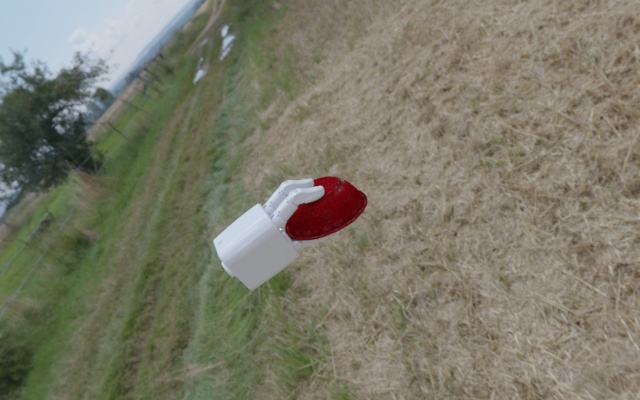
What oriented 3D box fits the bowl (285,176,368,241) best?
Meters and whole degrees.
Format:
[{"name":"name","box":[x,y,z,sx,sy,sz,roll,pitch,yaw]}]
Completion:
[{"name":"bowl","box":[0.001,0.002,0.859,0.162,0.055,0.162,-20,24,9]}]
